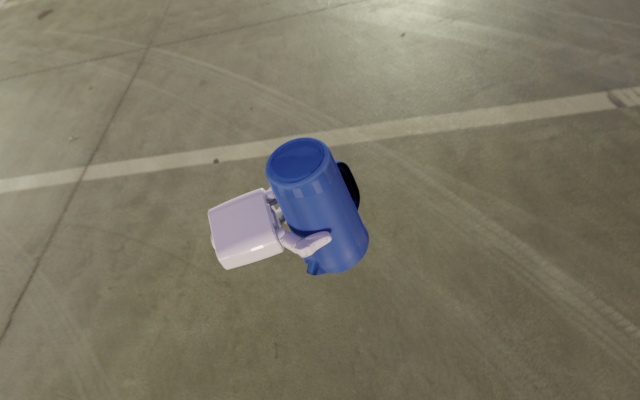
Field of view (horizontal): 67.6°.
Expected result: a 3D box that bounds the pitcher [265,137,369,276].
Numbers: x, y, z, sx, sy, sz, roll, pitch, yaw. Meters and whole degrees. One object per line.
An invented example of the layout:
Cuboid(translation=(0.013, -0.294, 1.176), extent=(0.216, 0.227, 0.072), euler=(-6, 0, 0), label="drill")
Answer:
Cuboid(translation=(0.000, 0.003, 0.827), extent=(0.145, 0.149, 0.243), euler=(-20, -43, 3), label="pitcher")
